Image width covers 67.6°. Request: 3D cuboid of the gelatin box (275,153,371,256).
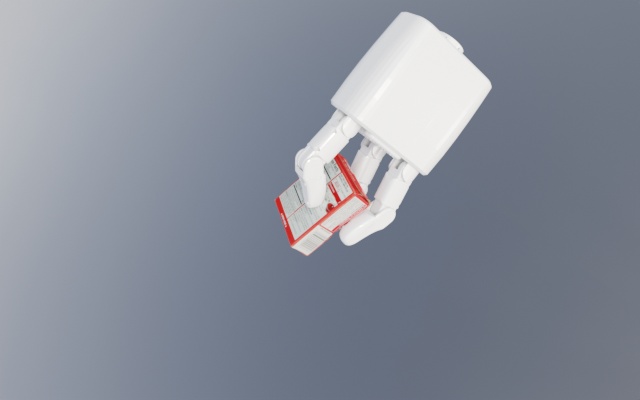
[{"bbox_3d":[0.000,0.002,0.493,0.089,0.073,0.030,-40,-46,15],"label":"gelatin box"}]
